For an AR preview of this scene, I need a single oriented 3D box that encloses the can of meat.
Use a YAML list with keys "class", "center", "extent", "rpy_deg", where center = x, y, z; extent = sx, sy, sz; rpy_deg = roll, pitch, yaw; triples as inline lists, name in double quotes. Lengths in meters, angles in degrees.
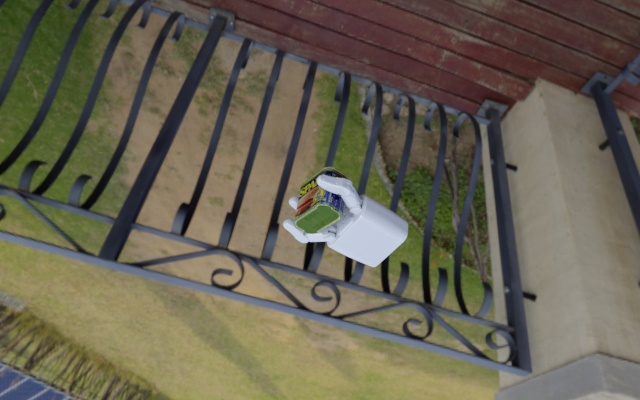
- class: "can of meat"
  center: [0.000, 0.003, 0.847]
  extent: [0.057, 0.084, 0.102]
  rpy_deg: [31, -42, -25]
